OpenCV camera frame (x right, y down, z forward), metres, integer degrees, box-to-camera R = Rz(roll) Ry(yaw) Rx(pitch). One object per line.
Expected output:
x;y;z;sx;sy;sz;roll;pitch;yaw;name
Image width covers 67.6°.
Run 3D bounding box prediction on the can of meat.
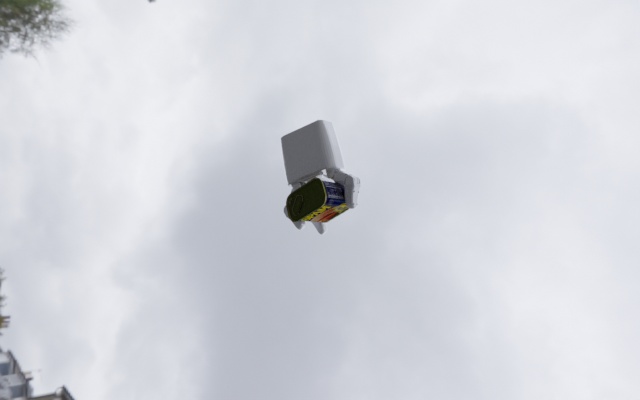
0.000;0.003;0.899;0.084;0.057;0.102;7;-30;-45;can of meat
